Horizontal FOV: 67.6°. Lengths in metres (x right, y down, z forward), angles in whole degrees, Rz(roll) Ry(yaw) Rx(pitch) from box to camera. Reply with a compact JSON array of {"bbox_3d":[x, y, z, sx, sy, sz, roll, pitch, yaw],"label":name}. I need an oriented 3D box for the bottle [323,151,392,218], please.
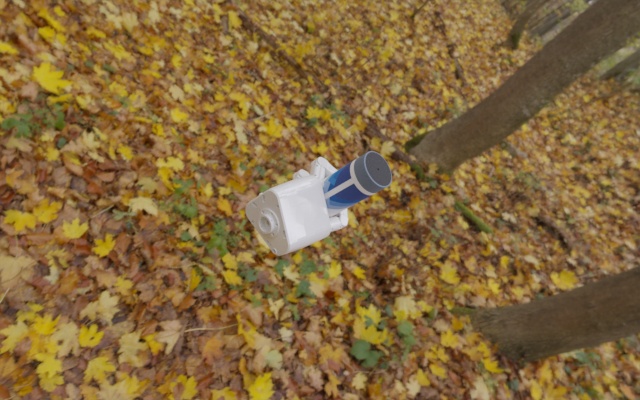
[{"bbox_3d":[0.000,0.003,0.884,0.069,0.069,0.296,0,-22,-44],"label":"bottle"}]
